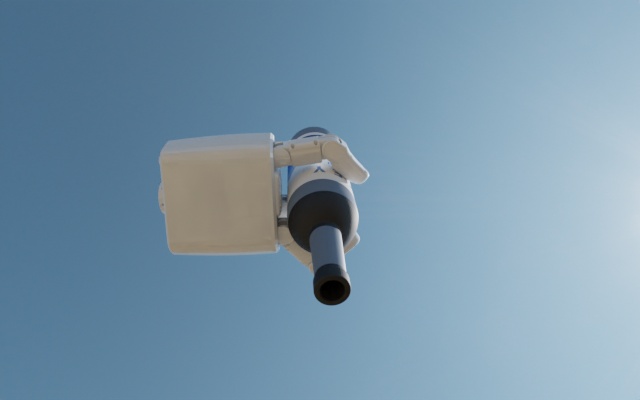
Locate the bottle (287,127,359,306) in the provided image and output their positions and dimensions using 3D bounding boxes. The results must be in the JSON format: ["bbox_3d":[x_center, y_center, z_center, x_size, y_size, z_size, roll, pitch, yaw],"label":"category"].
[{"bbox_3d":[0.000,0.001,0.476,0.069,0.069,0.295,0,26,-4],"label":"bottle"}]
